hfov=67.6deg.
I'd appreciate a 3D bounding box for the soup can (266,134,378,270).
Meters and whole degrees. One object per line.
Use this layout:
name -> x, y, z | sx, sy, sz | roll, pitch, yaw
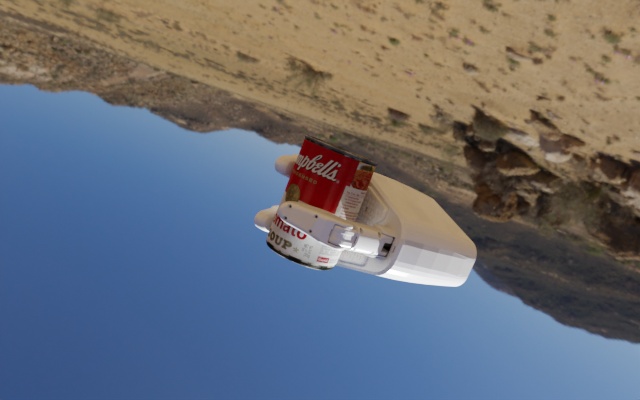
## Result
soup can -> 0.000, 0.002, 0.421 | 0.068, 0.102, 0.068 | 21, 8, -3
